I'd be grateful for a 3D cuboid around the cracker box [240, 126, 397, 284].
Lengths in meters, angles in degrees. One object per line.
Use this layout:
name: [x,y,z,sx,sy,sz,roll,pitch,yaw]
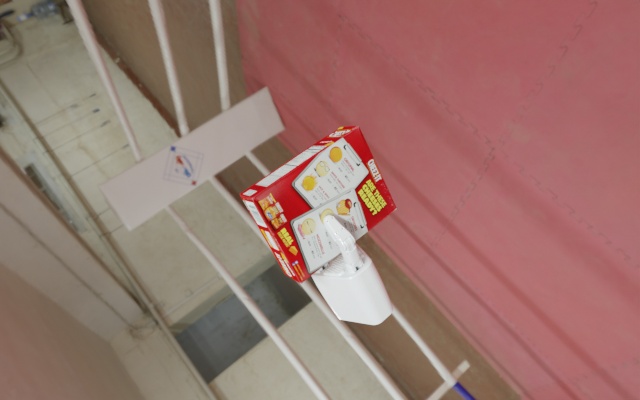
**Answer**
cracker box: [0.000,0.003,0.775,0.213,0.164,0.072,-36,23,-21]
